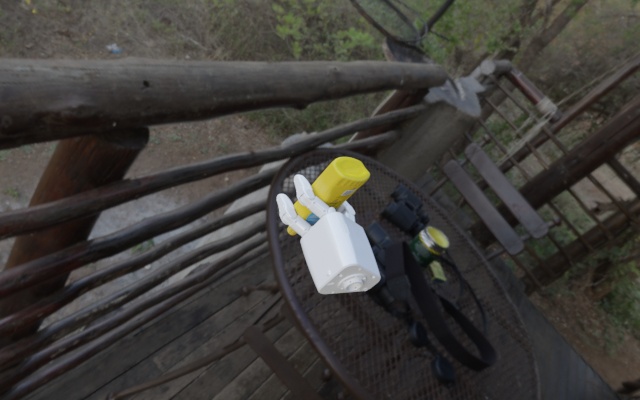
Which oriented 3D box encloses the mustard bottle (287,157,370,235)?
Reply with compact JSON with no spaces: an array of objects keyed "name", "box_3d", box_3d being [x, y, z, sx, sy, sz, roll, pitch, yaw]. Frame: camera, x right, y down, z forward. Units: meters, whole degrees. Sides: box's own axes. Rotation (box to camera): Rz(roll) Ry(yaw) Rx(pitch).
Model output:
[{"name":"mustard bottle","box_3d":[0.000,0.002,0.871,0.192,0.058,0.096,-46,-20,31]}]
